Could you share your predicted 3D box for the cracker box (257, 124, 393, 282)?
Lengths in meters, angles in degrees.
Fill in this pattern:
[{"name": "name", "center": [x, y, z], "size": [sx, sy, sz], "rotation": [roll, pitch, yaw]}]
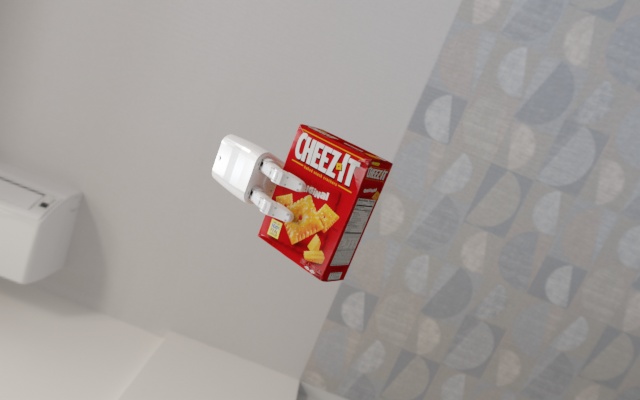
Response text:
[{"name": "cracker box", "center": [0.000, 0.003, 0.793], "size": [0.164, 0.214, 0.072], "rotation": [31, 16, 35]}]
